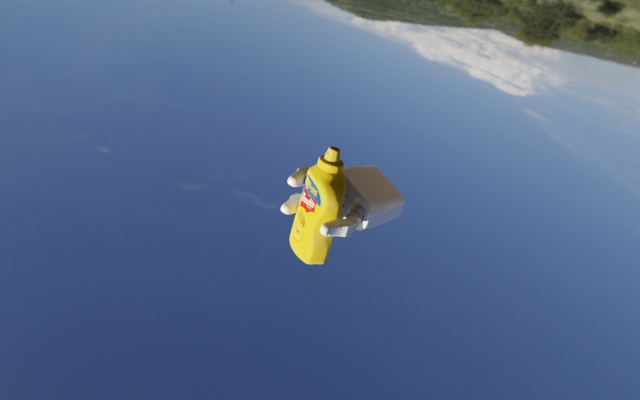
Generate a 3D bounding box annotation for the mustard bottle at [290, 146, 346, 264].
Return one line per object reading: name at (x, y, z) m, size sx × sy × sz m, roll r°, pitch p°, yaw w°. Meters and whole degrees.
mustard bottle at (0.000, 0.003, 0.779) m, size 0.058 × 0.192 × 0.096 m, roll 4°, pitch 29°, yaw -23°
